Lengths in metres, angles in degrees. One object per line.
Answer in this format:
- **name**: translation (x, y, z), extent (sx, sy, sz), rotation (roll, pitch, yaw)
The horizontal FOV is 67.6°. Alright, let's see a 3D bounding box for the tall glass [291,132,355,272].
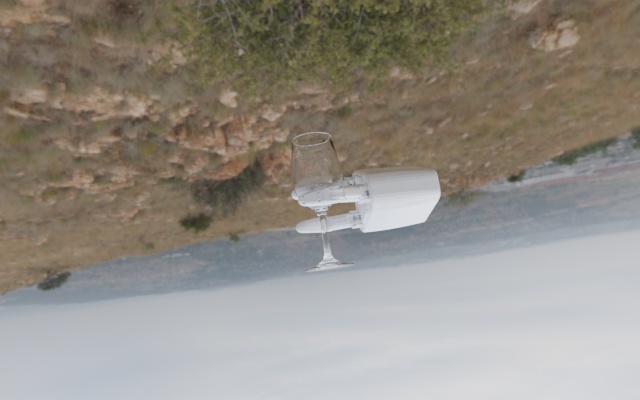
- **tall glass**: translation (0.000, 0.003, 0.716), extent (0.079, 0.201, 0.079), rotation (-8, -9, -1)
